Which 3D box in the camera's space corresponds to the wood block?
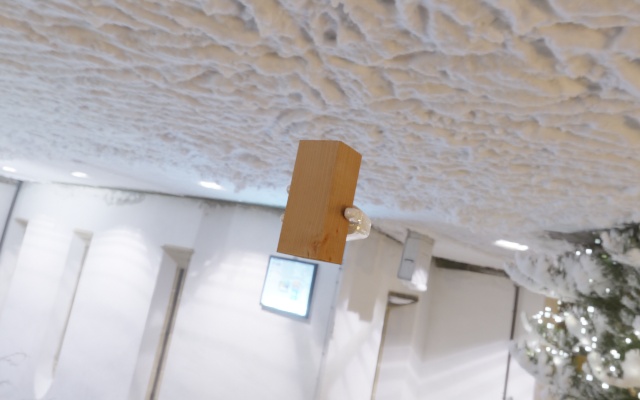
[{"bbox_3d":[0.001,0.003,0.857,0.091,0.206,0.090,5,-10,33],"label":"wood block"}]
